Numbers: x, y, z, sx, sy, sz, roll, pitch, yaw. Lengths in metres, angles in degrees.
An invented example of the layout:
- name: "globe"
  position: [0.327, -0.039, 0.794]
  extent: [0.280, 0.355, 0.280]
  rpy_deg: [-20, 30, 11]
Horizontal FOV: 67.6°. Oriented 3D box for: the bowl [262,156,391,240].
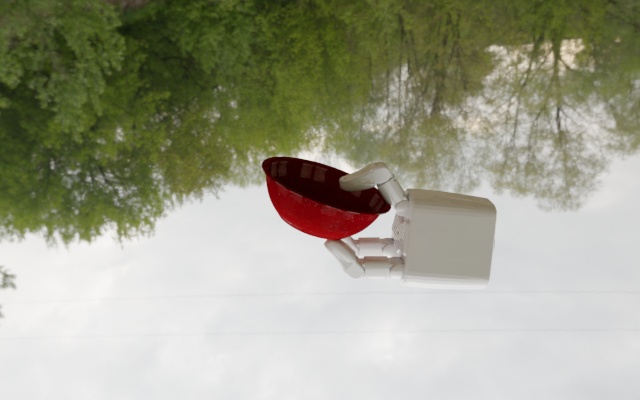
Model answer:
- name: "bowl"
  position: [-0.001, 0.002, 0.575]
  extent: [0.162, 0.055, 0.162]
  rpy_deg: [18, 18, -6]
